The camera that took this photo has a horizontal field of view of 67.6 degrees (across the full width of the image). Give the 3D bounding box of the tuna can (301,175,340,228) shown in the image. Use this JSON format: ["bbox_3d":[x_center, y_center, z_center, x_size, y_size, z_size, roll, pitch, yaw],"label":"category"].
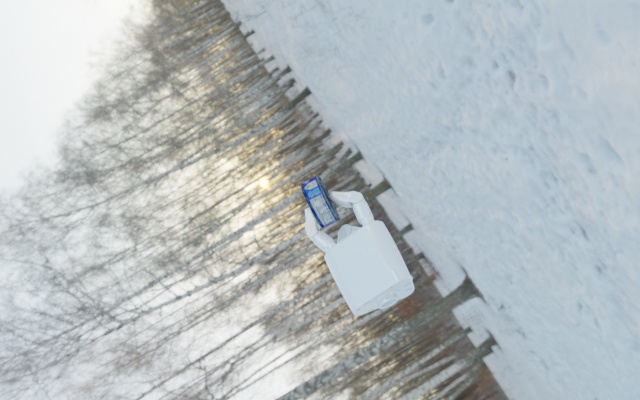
[{"bbox_3d":[0.000,0.003,0.805,0.034,0.086,0.086,-26,-3,5],"label":"tuna can"}]
